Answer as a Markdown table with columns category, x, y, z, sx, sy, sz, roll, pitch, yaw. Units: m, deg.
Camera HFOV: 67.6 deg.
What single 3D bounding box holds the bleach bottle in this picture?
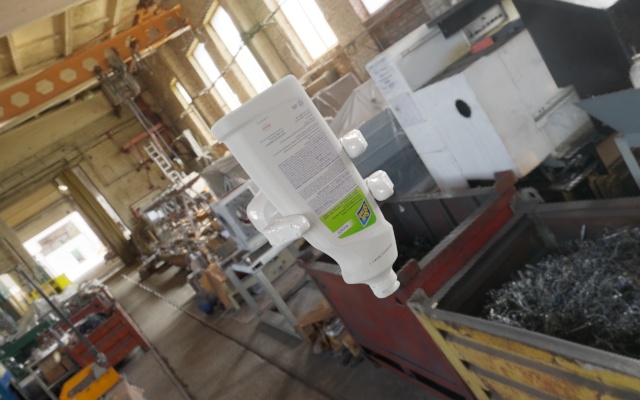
| category | x | y | z | sx | sy | sz | roll | pitch | yaw |
| --- | --- | --- | --- | --- | --- | --- | --- | --- | --- |
| bleach bottle | 0.000 | 0.002 | 0.501 | 0.102 | 0.251 | 0.068 | -38 | 12 | -17 |
